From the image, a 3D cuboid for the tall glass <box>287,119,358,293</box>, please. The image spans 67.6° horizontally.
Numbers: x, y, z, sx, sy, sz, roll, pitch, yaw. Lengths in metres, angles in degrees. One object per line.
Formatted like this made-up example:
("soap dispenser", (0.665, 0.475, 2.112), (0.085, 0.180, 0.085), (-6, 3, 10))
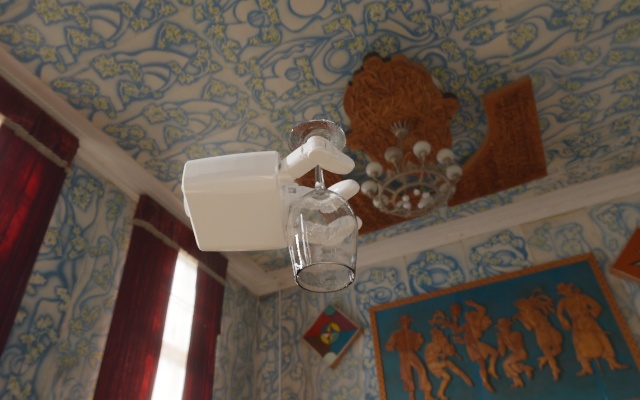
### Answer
("tall glass", (0.000, 0.001, 0.545), (0.079, 0.200, 0.079), (-2, -39, -2))
